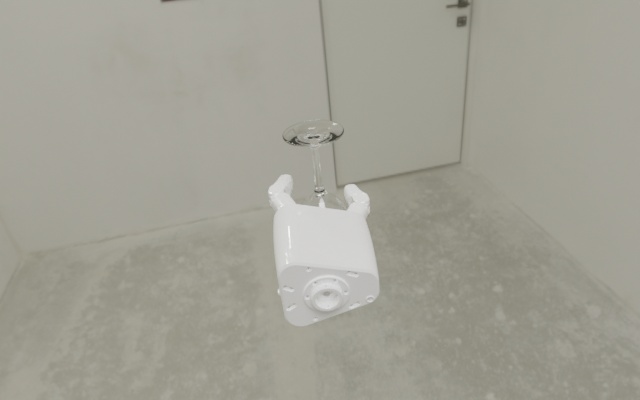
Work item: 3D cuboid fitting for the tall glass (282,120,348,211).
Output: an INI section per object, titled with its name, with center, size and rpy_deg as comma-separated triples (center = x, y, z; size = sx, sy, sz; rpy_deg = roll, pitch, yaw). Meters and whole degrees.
[tall glass]
center = 0.000, 0.001, 0.624
size = 0.079, 0.201, 0.079
rpy_deg = -4, 33, 3
